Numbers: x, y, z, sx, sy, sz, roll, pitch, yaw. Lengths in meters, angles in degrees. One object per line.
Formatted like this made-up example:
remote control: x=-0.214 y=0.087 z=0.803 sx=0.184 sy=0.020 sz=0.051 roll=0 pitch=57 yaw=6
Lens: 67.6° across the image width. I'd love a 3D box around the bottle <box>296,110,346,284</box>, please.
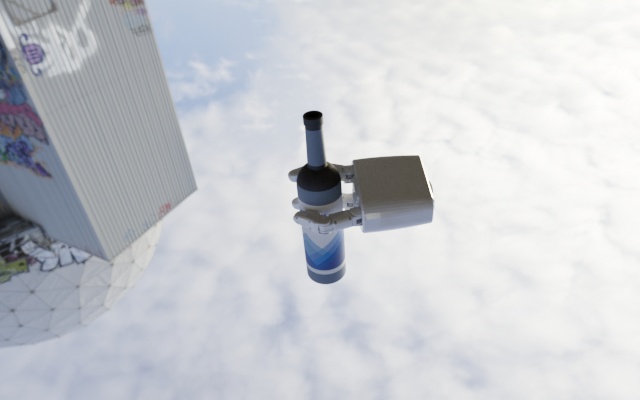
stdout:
bottle: x=0.000 y=0.003 z=0.725 sx=0.069 sy=0.296 sz=0.069 roll=-3 pitch=38 yaw=2
